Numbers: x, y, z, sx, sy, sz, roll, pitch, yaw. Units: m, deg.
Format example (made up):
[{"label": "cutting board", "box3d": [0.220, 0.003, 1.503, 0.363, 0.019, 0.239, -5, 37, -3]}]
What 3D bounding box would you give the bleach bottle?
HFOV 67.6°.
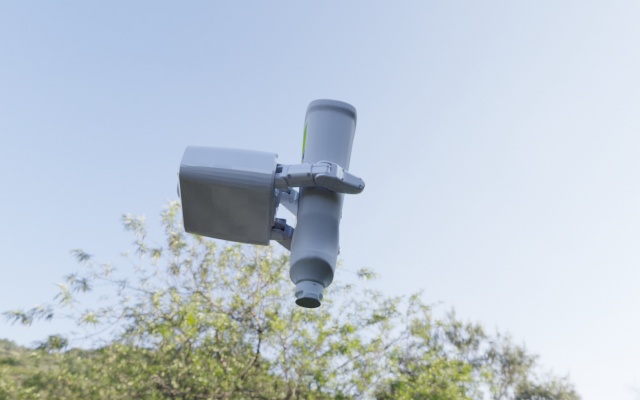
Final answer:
[{"label": "bleach bottle", "box3d": [0.000, 0.002, 0.568, 0.068, 0.250, 0.103, 7, -35, -1]}]
